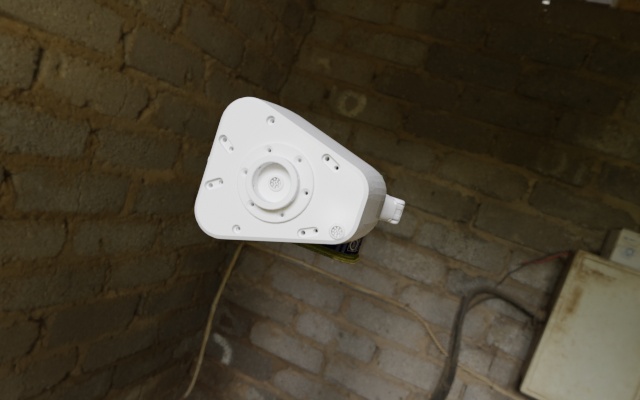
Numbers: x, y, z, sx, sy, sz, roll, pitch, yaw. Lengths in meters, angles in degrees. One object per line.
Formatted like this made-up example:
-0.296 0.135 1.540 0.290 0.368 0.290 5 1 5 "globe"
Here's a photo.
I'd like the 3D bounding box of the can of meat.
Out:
0.000 0.001 0.449 0.102 0.084 0.057 19 5 14 "can of meat"
